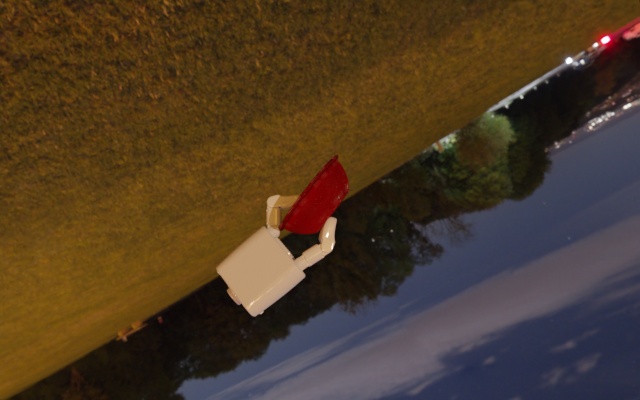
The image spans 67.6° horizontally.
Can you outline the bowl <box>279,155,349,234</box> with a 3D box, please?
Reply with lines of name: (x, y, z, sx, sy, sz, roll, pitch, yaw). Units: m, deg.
bowl: (0.001, 0.002, 0.805, 0.055, 0.162, 0.162, 37, 2, 3)
